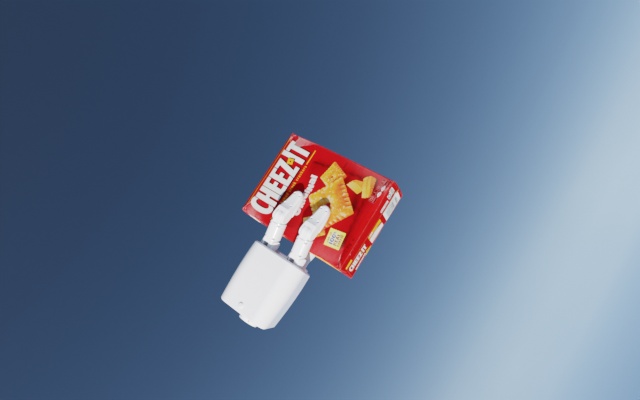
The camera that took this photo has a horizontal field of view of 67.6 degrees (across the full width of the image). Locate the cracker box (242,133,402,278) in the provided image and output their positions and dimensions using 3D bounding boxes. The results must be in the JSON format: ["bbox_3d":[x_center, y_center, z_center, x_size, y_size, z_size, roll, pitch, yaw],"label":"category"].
[{"bbox_3d":[0.000,0.003,0.792,0.213,0.164,0.072,29,-9,27],"label":"cracker box"}]
